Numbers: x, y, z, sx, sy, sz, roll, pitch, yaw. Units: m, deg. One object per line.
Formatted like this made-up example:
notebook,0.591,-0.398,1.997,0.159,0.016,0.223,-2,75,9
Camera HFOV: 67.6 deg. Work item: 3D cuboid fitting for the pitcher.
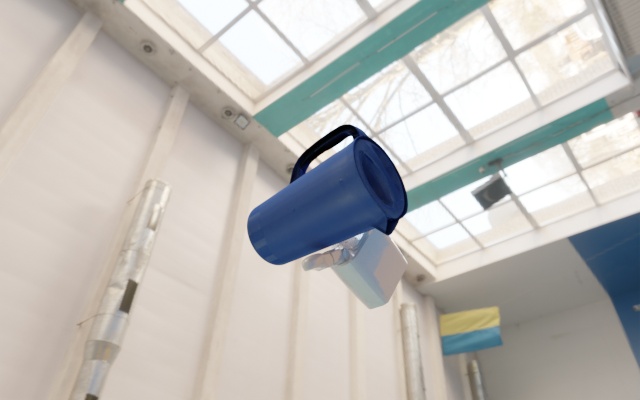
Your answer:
pitcher,0.000,0.003,0.746,0.243,0.145,0.149,-28,22,31
